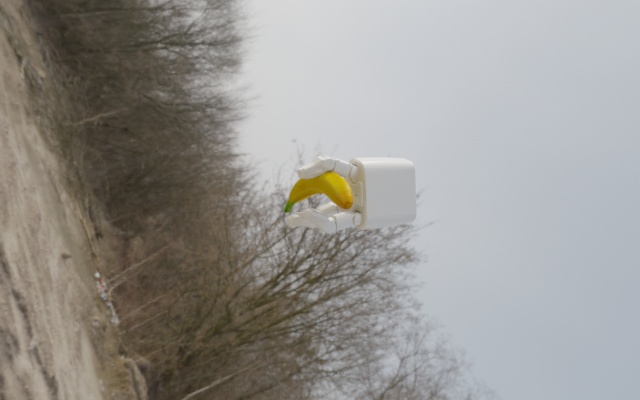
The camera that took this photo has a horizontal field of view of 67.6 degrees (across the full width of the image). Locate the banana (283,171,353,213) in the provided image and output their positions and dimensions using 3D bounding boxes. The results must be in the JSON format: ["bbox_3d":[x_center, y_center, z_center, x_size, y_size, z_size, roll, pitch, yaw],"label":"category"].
[{"bbox_3d":[0.000,-0.016,0.764,0.037,0.069,0.198,10,-8,-29],"label":"banana"}]
